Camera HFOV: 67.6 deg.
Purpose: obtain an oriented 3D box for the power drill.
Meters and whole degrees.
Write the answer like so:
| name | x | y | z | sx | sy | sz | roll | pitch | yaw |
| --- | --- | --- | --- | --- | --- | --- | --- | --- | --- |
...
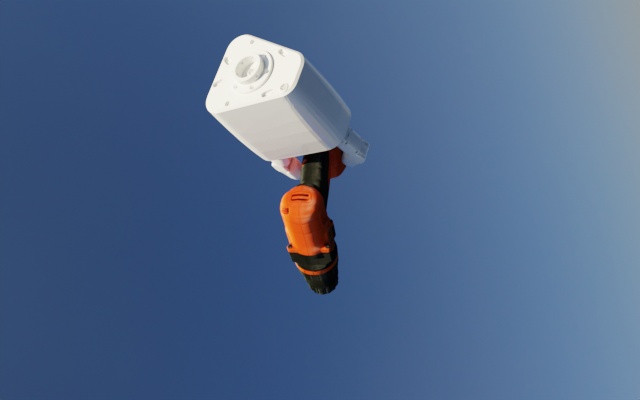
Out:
| name | x | y | z | sx | sy | sz | roll | pitch | yaw |
| --- | --- | --- | --- | --- | --- | --- | --- | --- | --- |
| power drill | 0.000 | 0.001 | 0.592 | 0.057 | 0.187 | 0.185 | -1 | -39 | 8 |
